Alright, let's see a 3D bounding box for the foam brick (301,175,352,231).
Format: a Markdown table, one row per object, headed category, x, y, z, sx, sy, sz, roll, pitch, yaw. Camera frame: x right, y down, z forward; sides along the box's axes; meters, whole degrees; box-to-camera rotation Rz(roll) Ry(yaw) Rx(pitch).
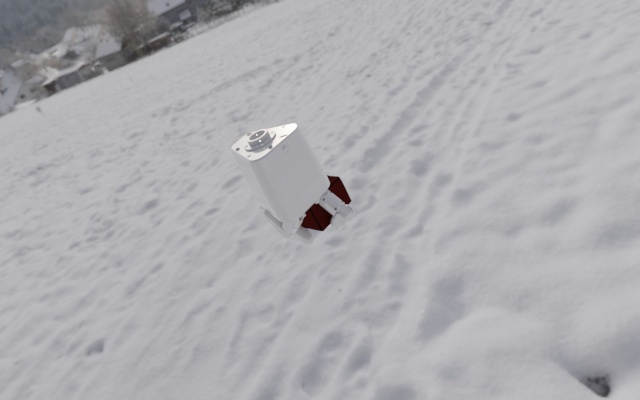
| category | x | y | z | sx | sy | sz | roll | pitch | yaw |
| --- | --- | --- | --- | --- | --- | --- | --- | --- | --- |
| foam brick | 0.000 | 0.002 | 0.750 | 0.053 | 0.051 | 0.078 | 8 | 45 | 48 |
